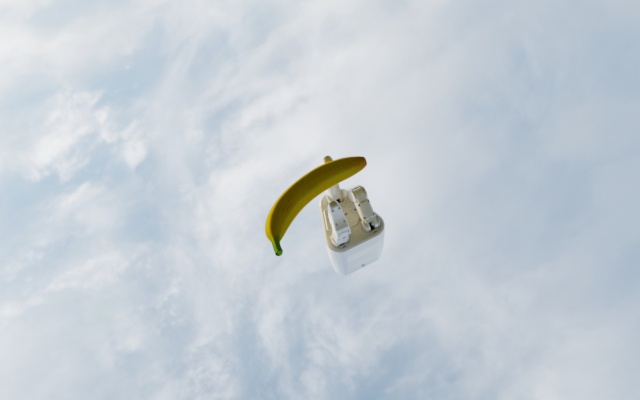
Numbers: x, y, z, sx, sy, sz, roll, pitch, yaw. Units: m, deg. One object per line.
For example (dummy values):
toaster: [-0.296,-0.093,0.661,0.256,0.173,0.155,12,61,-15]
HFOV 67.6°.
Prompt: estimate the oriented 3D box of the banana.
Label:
banana: [-0.016,-0.005,0.681,0.069,0.197,0.037,33,-23,24]
